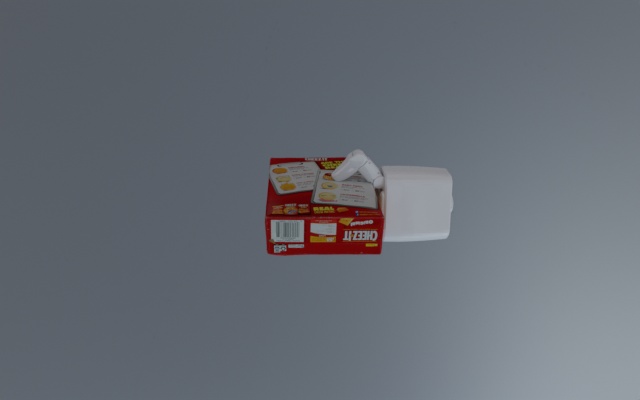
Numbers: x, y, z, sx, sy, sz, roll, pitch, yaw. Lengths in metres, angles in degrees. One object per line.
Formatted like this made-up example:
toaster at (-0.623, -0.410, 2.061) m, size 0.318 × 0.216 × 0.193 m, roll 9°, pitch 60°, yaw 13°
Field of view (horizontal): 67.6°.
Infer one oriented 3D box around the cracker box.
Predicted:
cracker box at (0.000, 0.002, 0.746) m, size 0.164 × 0.072 × 0.213 m, roll 0°, pitch 27°, yaw -4°
